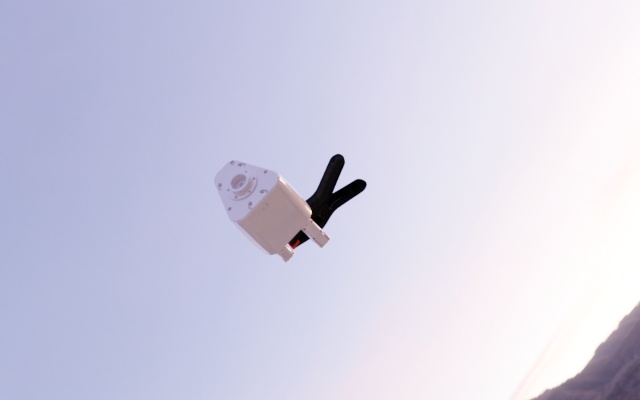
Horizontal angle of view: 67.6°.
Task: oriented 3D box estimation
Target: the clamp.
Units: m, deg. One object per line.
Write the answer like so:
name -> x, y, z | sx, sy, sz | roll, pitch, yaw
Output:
clamp -> 0.000, 0.002, 0.773 | 0.039, 0.171, 0.120 | 38, -9, 38
